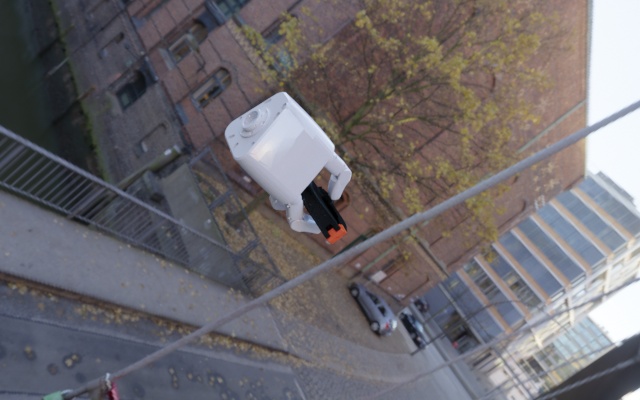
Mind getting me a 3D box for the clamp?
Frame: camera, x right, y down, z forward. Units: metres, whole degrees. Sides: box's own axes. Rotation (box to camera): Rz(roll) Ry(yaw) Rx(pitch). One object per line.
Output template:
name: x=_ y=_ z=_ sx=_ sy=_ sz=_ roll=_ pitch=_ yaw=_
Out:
clamp: x=0.001 y=0.002 z=0.753 sx=0.165 sy=0.036 sz=0.209 roll=44 pitch=10 yaw=-41
